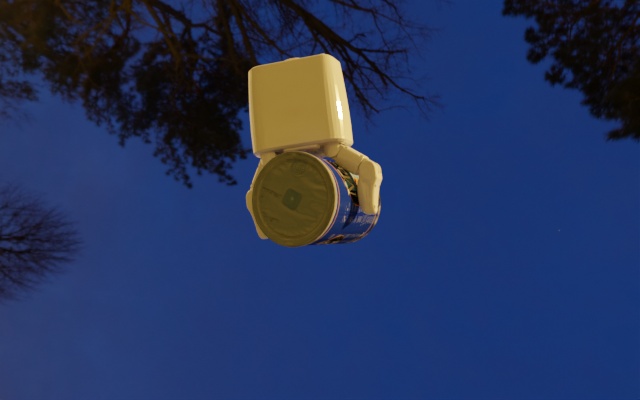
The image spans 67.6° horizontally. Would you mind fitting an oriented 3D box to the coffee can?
[{"bbox_3d":[0.000,0.002,0.568,0.103,0.103,0.140,0,-3,27],"label":"coffee can"}]
